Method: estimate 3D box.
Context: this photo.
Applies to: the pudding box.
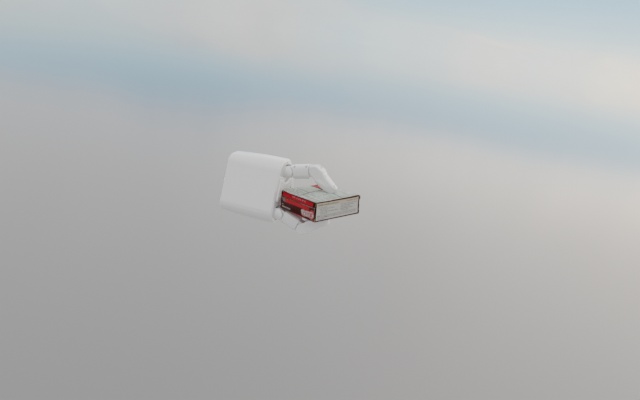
[{"bbox_3d":[0.000,0.003,0.836,0.113,0.039,0.090,-12,24,-42],"label":"pudding box"}]
